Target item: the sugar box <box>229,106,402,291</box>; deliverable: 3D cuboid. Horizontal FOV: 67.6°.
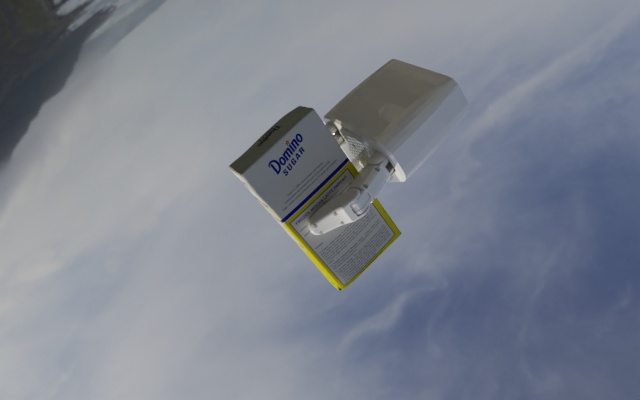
[{"bbox_3d":[0.000,0.001,0.482,0.093,0.176,0.048,-43,28,-10],"label":"sugar box"}]
